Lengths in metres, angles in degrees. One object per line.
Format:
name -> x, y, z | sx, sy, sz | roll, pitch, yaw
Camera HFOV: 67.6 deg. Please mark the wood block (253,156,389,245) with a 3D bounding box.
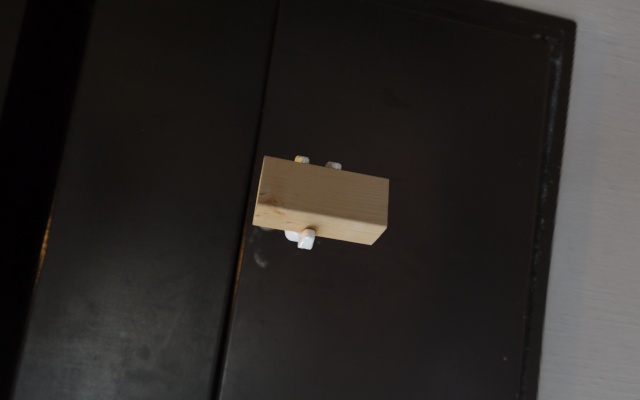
wood block -> 0.000, 0.003, 0.786 | 0.206, 0.090, 0.090 | 10, -26, -8
